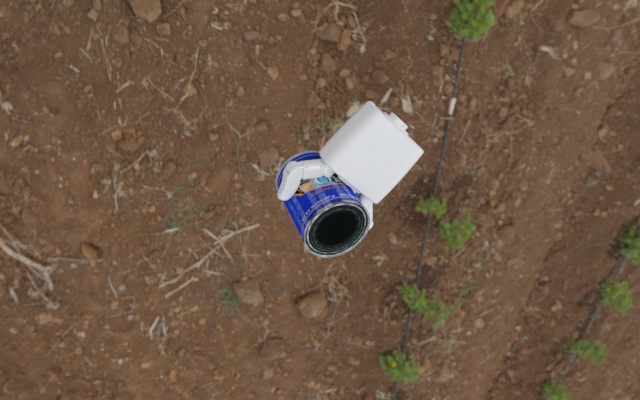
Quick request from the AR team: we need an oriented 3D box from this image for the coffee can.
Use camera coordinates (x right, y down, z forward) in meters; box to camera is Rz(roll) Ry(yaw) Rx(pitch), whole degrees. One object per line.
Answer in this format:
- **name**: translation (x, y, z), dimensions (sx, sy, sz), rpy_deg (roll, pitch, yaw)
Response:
- **coffee can**: translation (0.000, 0.002, 0.728), dimensions (0.103, 0.103, 0.140), rpy_deg (0, 35, -25)
